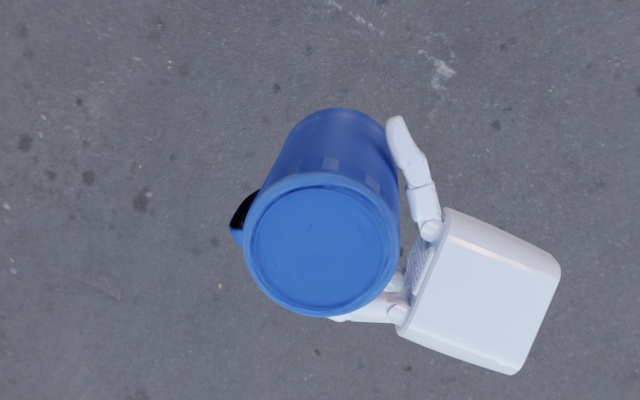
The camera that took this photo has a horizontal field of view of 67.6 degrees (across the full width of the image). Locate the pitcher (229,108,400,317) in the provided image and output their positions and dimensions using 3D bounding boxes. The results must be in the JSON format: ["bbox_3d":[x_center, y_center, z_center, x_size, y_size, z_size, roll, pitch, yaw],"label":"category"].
[{"bbox_3d":[0.000,0.001,0.430,0.145,0.149,0.242,25,18,-2],"label":"pitcher"}]
